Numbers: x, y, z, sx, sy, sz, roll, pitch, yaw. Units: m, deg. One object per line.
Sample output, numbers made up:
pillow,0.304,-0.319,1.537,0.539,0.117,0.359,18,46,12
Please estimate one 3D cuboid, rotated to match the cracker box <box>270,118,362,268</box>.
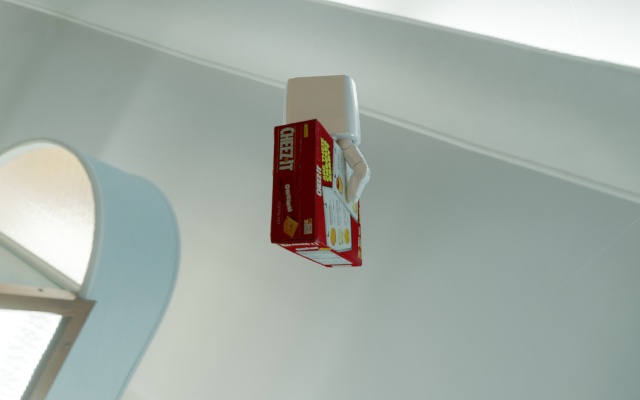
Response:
cracker box,0.000,0.002,0.697,0.072,0.164,0.214,-6,-18,19
